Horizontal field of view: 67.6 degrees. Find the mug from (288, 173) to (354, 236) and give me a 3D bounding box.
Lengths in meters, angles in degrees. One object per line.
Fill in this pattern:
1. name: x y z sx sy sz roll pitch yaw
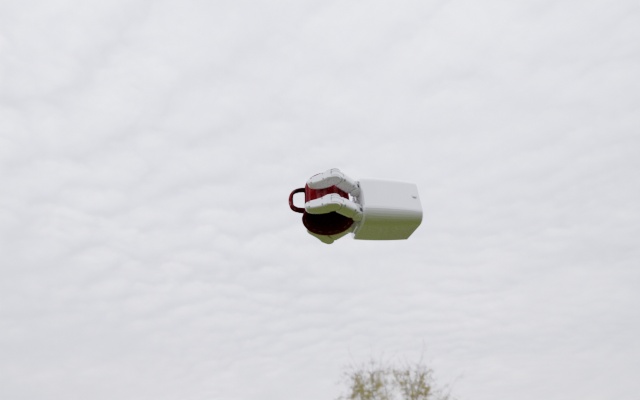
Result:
1. mug: -0.001 0.003 0.862 0.117 0.081 0.093 4 -42 -7
